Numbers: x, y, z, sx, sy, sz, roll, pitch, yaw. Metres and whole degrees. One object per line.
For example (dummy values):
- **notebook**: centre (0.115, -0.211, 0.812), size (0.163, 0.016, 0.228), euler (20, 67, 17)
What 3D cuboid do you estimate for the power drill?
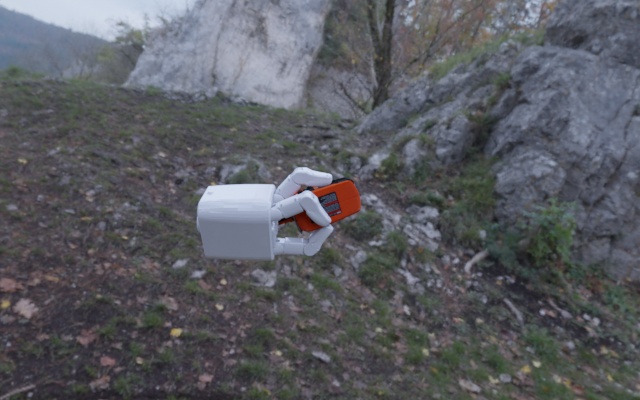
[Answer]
- **power drill**: centre (0.000, 0.003, 0.806), size (0.184, 0.057, 0.187), euler (-22, 5, -15)
